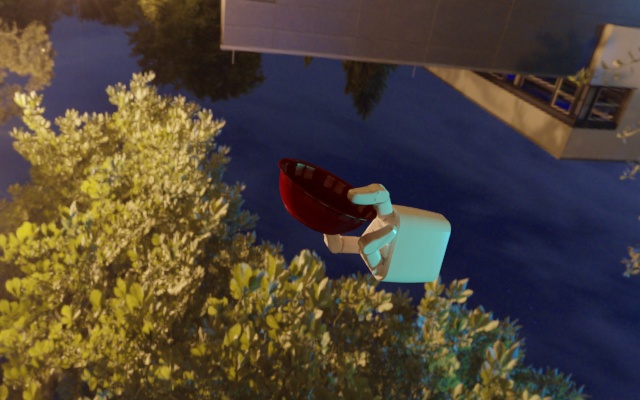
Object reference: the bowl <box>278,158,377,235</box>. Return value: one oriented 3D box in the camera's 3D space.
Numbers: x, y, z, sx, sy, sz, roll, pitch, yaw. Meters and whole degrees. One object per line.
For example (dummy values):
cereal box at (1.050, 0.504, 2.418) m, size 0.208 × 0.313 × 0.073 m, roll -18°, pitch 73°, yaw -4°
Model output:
bowl at (-0.001, 0.002, 0.697) m, size 0.162 × 0.055 × 0.162 m, roll 28°, pitch 18°, yaw -9°
